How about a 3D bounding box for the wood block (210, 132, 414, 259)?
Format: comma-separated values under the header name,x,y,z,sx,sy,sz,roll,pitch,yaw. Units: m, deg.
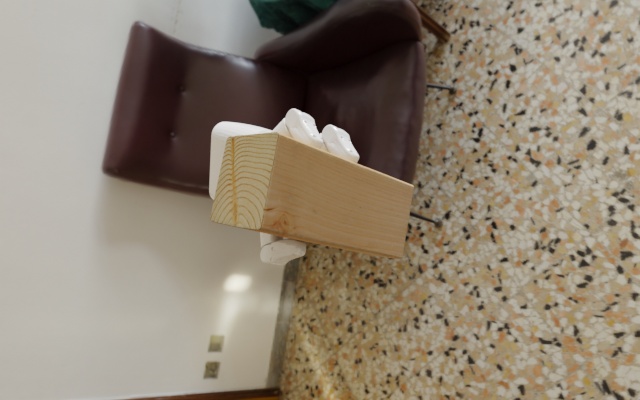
name,x,y,z,sx,sy,sz,roll,pitch,yaw
wood block,0.000,0.002,0.517,0.206,0.091,0.090,16,-7,-42
